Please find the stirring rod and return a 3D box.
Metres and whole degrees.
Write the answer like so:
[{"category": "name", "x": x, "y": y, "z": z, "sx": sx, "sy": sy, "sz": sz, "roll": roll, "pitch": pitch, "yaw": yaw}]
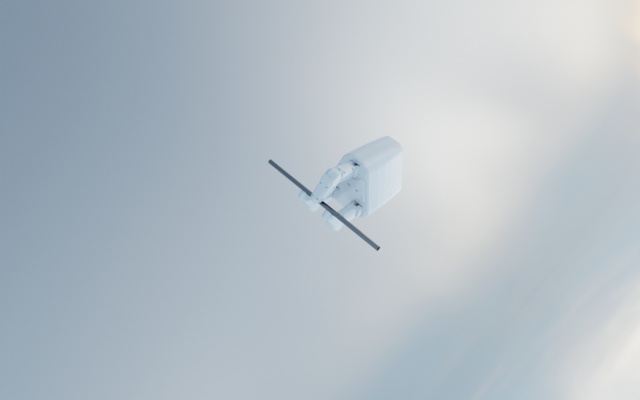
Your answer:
[{"category": "stirring rod", "x": 0.000, "y": 0.002, "z": 0.748, "sx": 0.239, "sy": 0.011, "sz": 0.011, "roll": 39, "pitch": 19, "yaw": 25}]
